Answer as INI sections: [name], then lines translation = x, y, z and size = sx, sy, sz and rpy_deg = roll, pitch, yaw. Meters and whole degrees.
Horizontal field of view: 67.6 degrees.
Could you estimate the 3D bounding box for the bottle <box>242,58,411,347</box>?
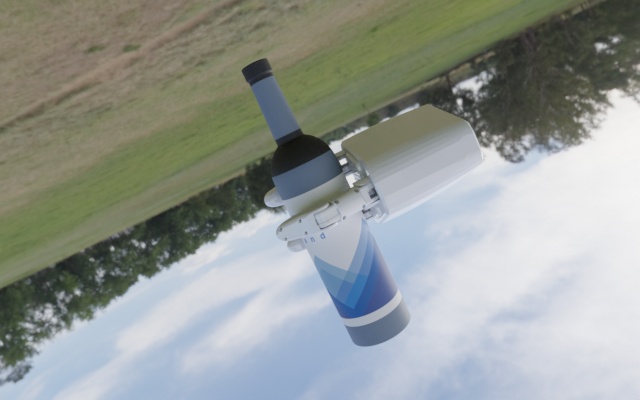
[bottle]
translation = 0.000, 0.002, 0.476
size = 0.069, 0.296, 0.069
rpy_deg = -25, 8, 4
